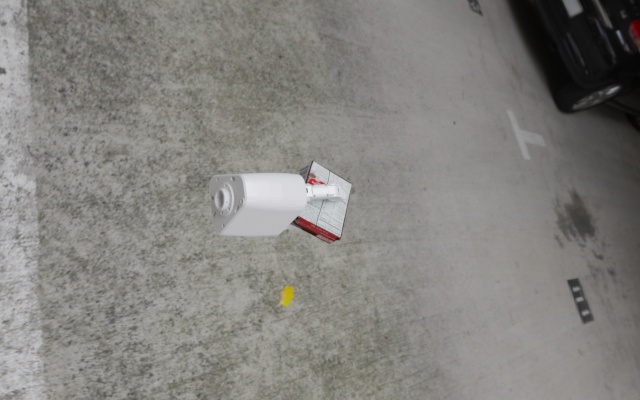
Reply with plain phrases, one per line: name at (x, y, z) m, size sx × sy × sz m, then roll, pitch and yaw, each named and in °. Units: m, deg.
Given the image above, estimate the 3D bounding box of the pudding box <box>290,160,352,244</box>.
pudding box at (0.000, 0.003, 0.787) m, size 0.090 × 0.113 × 0.039 m, roll 30°, pitch -32°, yaw -26°
